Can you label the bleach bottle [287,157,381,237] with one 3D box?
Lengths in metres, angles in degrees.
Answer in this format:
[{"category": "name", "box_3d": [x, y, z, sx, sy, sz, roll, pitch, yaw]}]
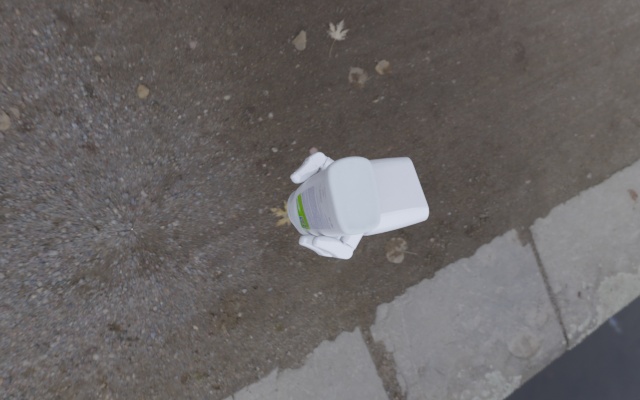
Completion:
[{"category": "bleach bottle", "box_3d": [0.000, 0.002, 0.714, 0.068, 0.102, 0.251, -11, 1, -22]}]
